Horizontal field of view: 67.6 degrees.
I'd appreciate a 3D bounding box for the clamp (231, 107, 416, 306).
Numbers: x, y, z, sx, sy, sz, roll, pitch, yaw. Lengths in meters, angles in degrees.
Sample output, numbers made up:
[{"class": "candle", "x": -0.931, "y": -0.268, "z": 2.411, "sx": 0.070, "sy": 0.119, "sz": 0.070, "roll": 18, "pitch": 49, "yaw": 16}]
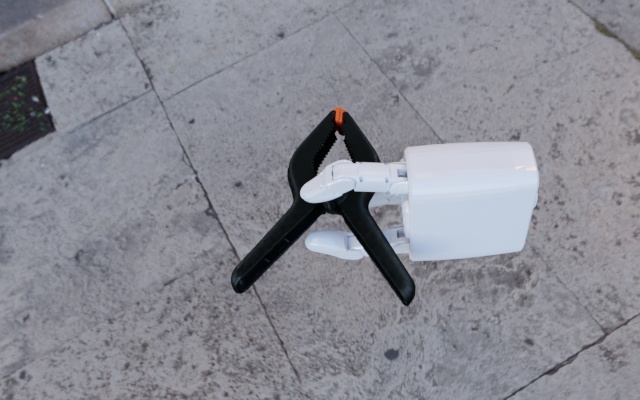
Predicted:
[{"class": "clamp", "x": 0.000, "y": 0.001, "z": 0.462, "sx": 0.164, "sy": 0.209, "sz": 0.036, "roll": -3, "pitch": -29, "yaw": 6}]
